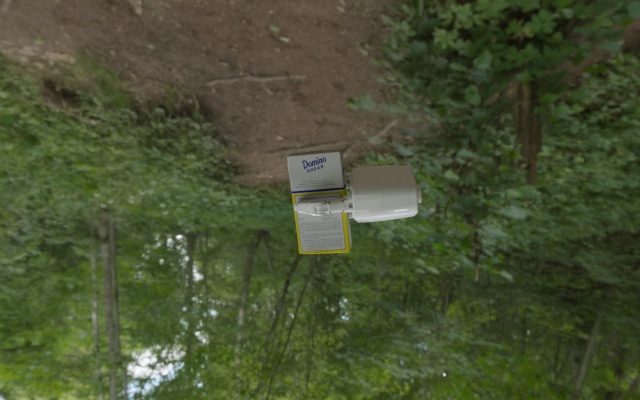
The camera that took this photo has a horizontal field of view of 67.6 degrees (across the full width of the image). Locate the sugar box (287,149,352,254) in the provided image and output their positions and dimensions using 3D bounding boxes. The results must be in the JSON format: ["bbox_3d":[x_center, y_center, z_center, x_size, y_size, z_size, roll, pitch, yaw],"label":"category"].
[{"bbox_3d":[0.000,0.003,0.826,0.093,0.176,0.048,-3,10,10],"label":"sugar box"}]
